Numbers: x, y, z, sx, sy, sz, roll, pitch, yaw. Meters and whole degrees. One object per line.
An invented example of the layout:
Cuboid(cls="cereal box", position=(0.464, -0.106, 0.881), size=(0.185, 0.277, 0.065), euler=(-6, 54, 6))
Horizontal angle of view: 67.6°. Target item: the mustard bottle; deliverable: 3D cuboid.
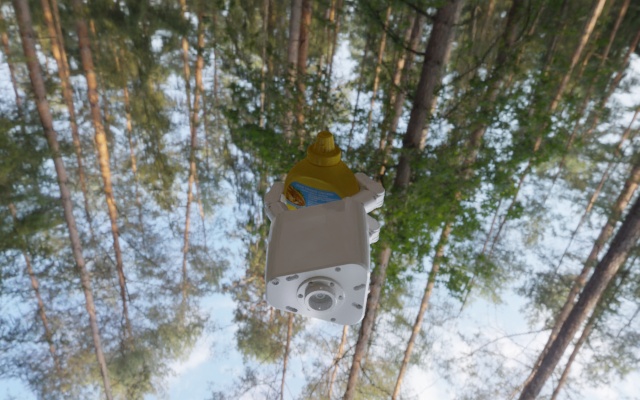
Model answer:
Cuboid(cls="mustard bottle", position=(0.000, 0.002, 0.610), size=(0.096, 0.192, 0.058), euler=(17, 36, 19))
